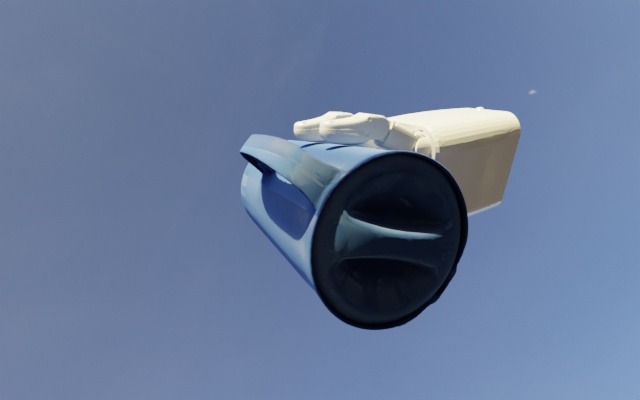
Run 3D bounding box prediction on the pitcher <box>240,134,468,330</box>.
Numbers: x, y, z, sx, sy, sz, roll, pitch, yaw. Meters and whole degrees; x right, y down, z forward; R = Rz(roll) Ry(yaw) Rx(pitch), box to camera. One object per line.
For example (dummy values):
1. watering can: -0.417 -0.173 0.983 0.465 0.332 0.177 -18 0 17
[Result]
1. pitcher: 0.000 0.001 0.438 0.145 0.149 0.242 -12 17 -22
